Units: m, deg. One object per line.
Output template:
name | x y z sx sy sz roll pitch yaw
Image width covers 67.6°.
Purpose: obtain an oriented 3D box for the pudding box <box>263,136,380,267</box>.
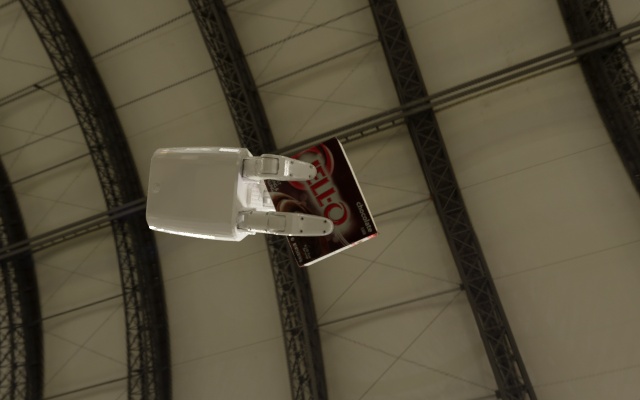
pudding box | 0.000 0.002 0.507 0.090 0.113 0.039 -25 -8 10
